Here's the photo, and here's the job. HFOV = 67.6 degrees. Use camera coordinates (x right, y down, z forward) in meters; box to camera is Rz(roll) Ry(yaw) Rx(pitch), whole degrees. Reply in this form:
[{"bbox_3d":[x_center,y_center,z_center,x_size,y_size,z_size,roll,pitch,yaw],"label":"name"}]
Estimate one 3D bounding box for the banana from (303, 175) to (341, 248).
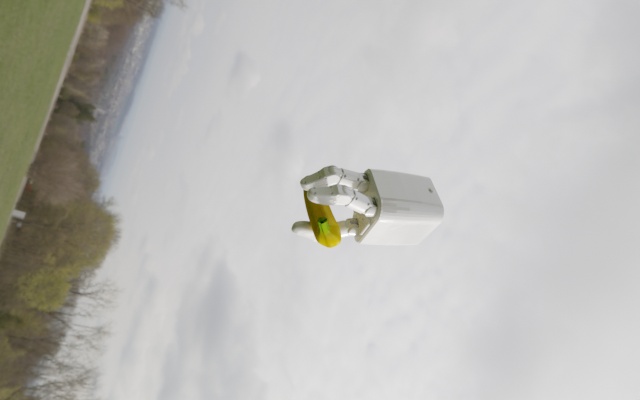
[{"bbox_3d":[0.002,0.021,0.702,0.037,0.070,0.197,-9,21,-7],"label":"banana"}]
